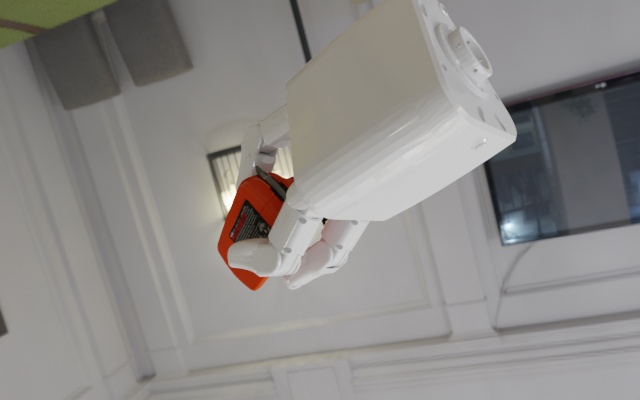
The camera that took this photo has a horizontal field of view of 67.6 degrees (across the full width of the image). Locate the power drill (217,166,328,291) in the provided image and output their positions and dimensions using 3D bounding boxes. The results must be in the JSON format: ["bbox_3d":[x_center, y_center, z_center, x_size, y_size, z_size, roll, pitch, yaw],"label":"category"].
[{"bbox_3d":[0.000,0.001,0.426,0.187,0.057,0.184,-33,-19,-40],"label":"power drill"}]
